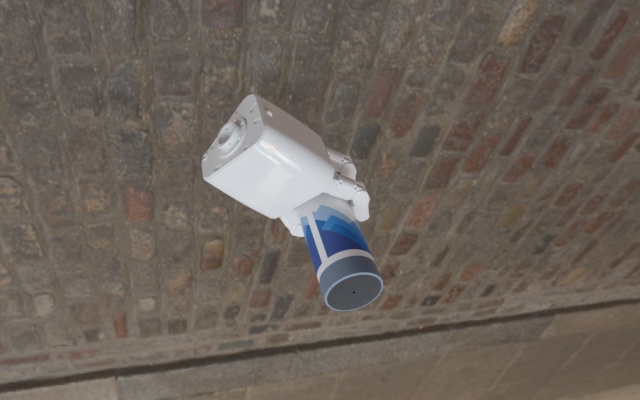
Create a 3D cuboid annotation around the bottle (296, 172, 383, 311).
[{"bbox_3d":[0.000,0.002,0.618,0.069,0.069,0.295,0,42,-19],"label":"bottle"}]
